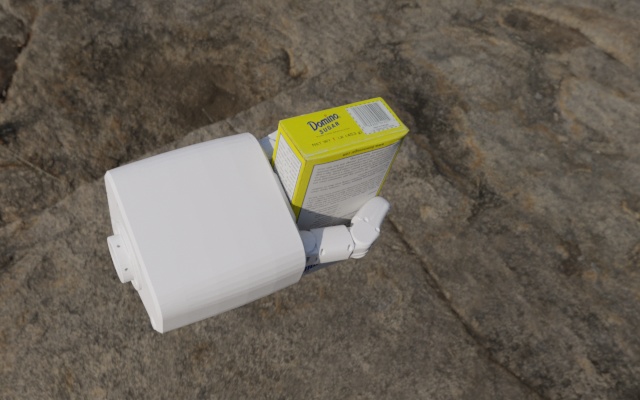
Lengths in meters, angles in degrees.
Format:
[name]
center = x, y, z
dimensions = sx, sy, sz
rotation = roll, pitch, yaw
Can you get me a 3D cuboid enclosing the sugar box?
[sugar box]
center = 0.000, 0.001, 0.400
dimensions = 0.093, 0.048, 0.176
rotation = -18, -29, -28
